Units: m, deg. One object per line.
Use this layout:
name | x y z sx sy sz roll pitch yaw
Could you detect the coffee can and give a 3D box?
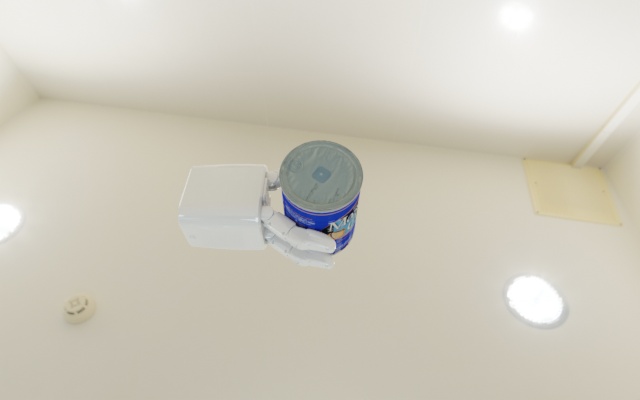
coffee can | 0.000 0.002 0.640 0.103 0.102 0.140 0 -30 -1
